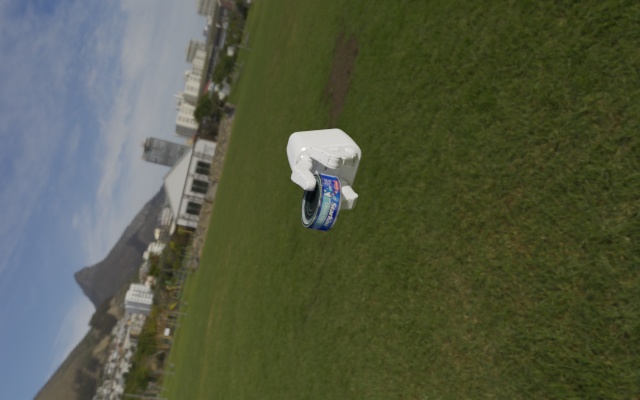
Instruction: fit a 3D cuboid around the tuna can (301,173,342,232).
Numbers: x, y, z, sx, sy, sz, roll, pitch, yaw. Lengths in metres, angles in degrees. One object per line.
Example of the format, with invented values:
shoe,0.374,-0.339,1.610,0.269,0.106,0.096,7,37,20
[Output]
tuna can,0.000,0.002,0.721,0.034,0.086,0.086,11,-4,-20
